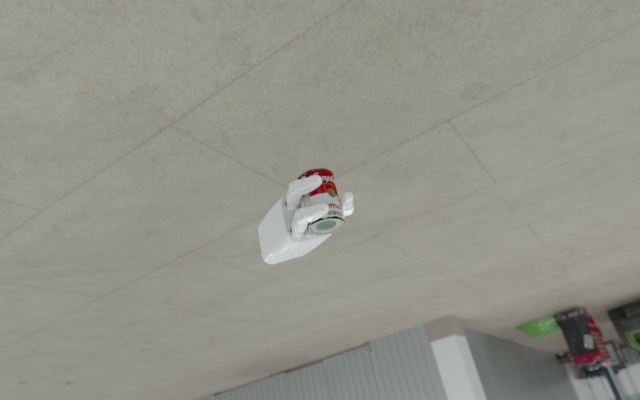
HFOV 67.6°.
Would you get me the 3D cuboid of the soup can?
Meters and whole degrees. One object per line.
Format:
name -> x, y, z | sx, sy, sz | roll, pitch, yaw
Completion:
soup can -> 0.001, 0.003, 0.850 | 0.068, 0.102, 0.068 | -10, -28, -5
